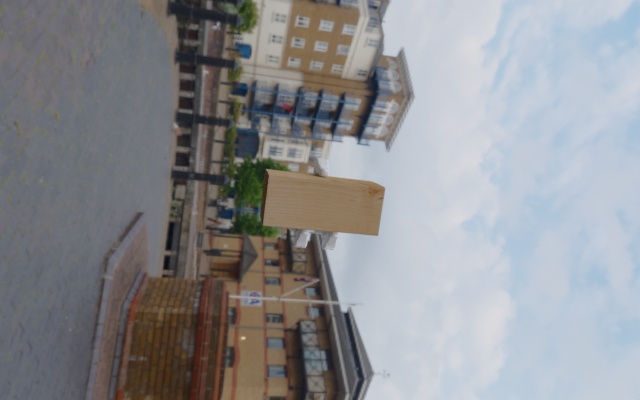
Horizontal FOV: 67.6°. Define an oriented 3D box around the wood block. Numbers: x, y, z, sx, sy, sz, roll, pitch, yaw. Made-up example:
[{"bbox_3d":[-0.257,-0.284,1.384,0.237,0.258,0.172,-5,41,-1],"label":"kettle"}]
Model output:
[{"bbox_3d":[0.000,0.002,0.863,0.206,0.091,0.090,5,9,-11],"label":"wood block"}]
